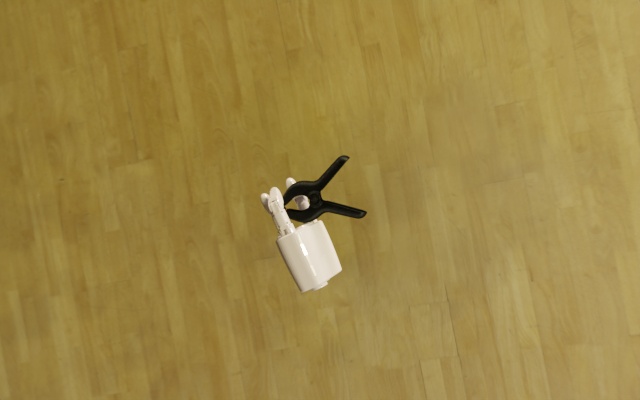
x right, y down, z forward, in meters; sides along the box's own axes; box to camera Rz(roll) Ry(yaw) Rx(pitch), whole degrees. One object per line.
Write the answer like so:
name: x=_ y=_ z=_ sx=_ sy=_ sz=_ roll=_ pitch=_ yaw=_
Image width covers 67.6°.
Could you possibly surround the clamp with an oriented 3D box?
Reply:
clamp: x=0.000 y=0.003 z=0.892 sx=0.171 sy=0.120 sz=0.039 roll=-26 pitch=-3 yaw=12
